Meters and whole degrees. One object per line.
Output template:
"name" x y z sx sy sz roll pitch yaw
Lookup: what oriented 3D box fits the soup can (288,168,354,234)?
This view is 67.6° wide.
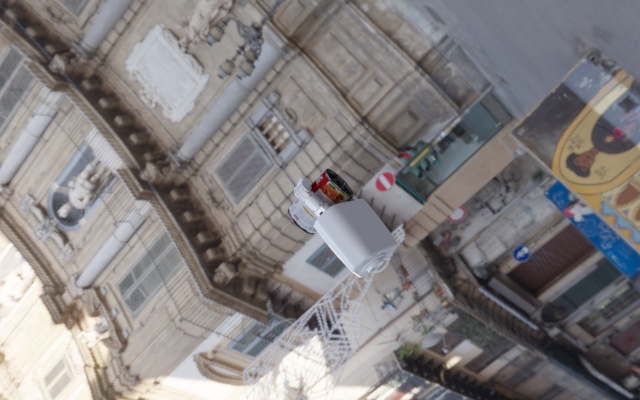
"soup can" 0.000 0.003 0.845 0.102 0.068 0.068 -45 -17 17
